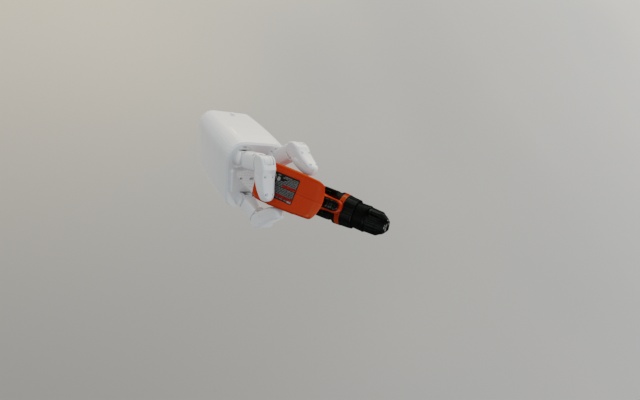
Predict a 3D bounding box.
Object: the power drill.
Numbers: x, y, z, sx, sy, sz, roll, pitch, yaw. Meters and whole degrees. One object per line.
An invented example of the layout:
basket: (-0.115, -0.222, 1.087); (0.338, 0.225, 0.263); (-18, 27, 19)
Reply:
power drill: (0.000, 0.002, 0.705); (0.184, 0.057, 0.188); (20, -1, 23)
